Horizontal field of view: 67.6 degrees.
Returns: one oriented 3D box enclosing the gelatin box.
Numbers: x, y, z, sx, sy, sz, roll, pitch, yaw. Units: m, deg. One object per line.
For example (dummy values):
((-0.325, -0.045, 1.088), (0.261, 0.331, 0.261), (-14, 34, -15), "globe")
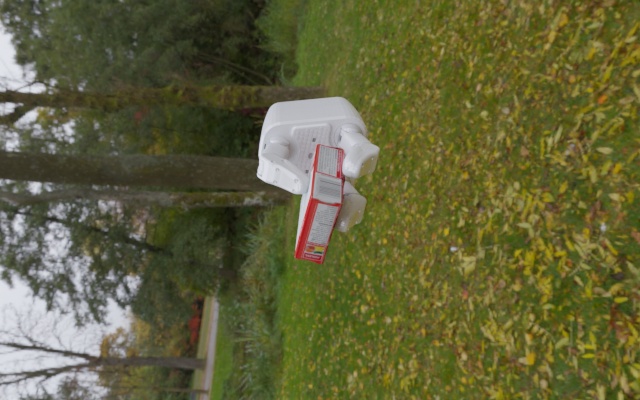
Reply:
((0.000, 0.002, 0.443), (0.030, 0.073, 0.089), (13, 37, -6), "gelatin box")
